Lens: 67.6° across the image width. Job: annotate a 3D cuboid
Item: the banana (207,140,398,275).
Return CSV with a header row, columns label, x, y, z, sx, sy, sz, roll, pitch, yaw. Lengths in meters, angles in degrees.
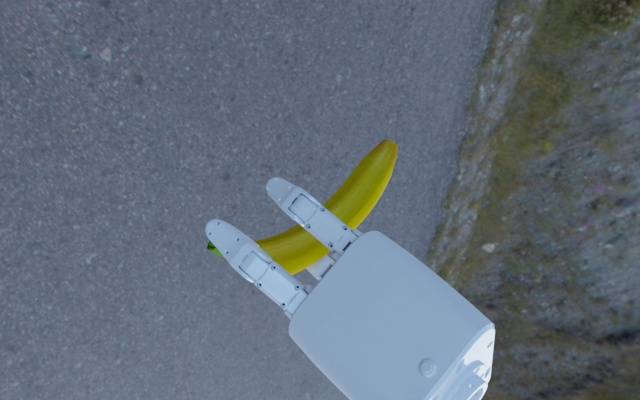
label,x,y,z,sx,sy,sz,roll,pitch,yaw
banana,0.000,0.017,0.427,0.197,0.070,0.037,-32,46,-23
